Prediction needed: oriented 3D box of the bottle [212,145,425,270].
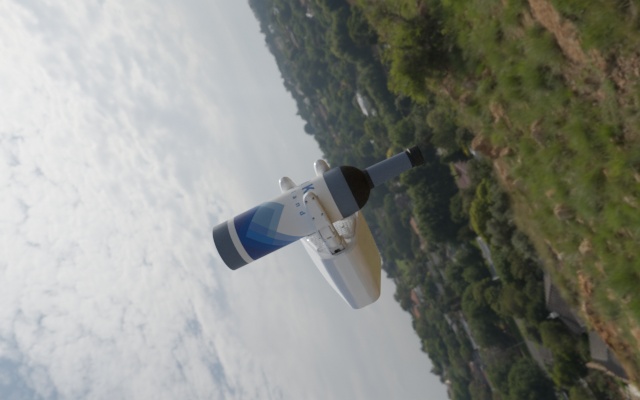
[{"bbox_3d":[0.000,0.002,0.644,0.296,0.069,0.069,-26,-2,4],"label":"bottle"}]
